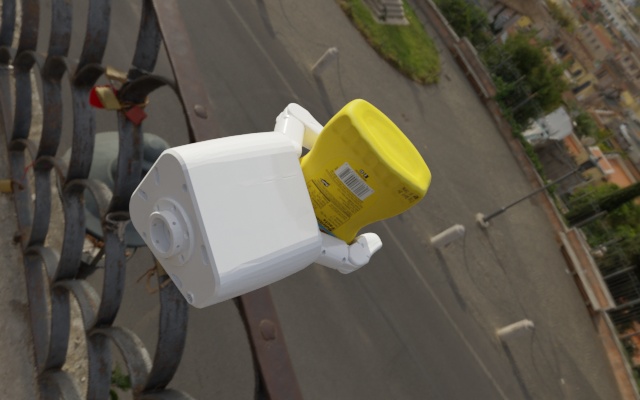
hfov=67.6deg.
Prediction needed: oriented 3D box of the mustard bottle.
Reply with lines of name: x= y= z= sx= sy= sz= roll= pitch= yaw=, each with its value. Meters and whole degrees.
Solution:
mustard bottle: x=0.000 y=0.001 z=0.437 sx=0.192 sy=0.096 sz=0.058 roll=-39 pitch=10 yaw=39
